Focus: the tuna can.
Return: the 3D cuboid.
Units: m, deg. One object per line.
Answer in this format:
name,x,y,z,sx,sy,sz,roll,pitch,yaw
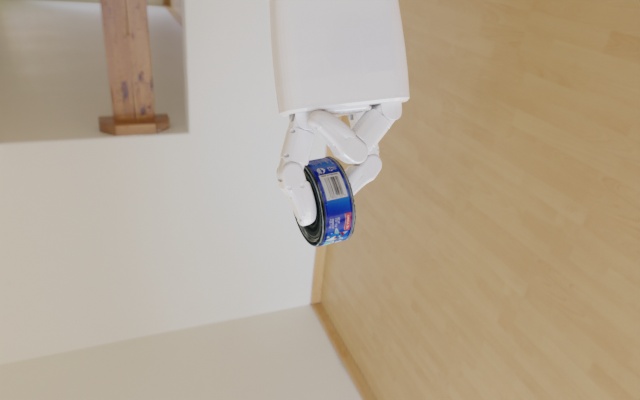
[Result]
tuna can,0.000,0.002,0.470,0.034,0.086,0.086,-12,5,-22
